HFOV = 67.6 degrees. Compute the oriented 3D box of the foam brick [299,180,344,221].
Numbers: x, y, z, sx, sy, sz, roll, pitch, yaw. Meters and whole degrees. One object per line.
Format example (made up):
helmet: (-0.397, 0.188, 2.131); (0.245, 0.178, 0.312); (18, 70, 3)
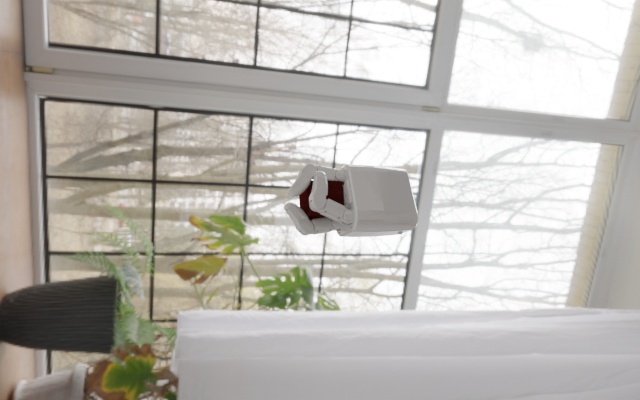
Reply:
foam brick: (0.000, 0.002, 0.764); (0.051, 0.053, 0.078); (1, -13, -17)
